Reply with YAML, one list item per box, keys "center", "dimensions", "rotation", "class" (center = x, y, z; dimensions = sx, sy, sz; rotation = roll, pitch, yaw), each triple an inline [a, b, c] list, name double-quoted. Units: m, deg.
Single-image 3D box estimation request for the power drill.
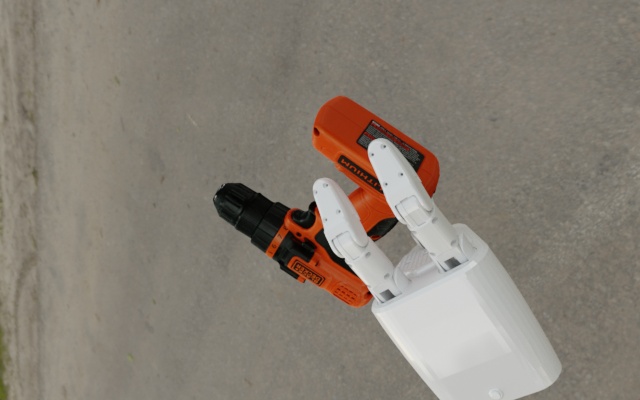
- center: [0.000, 0.001, 0.420]
  dimensions: [0.184, 0.057, 0.188]
  rotation: [32, -41, 0]
  class: "power drill"
